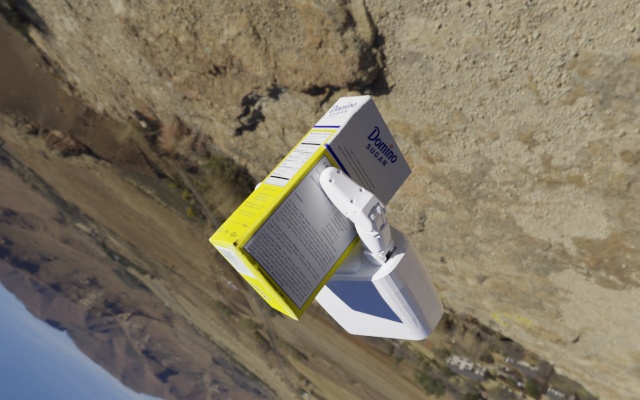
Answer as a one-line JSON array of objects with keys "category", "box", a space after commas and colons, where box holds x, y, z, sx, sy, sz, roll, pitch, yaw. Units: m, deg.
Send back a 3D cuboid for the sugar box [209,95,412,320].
[{"category": "sugar box", "box": [0.000, 0.001, 0.408, 0.048, 0.176, 0.093, 9, -39, 49]}]
